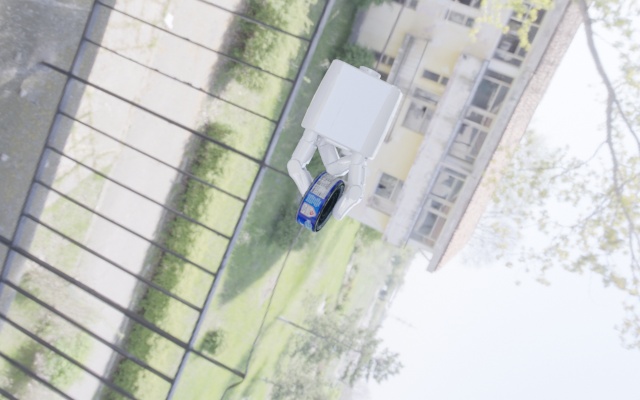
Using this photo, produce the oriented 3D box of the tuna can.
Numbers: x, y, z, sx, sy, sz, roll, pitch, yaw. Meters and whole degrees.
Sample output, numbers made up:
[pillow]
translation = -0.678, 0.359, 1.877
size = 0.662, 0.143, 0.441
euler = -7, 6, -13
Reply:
[tuna can]
translation = 0.001, 0.003, 0.684
size = 0.034, 0.086, 0.086
euler = 30, 7, 12
